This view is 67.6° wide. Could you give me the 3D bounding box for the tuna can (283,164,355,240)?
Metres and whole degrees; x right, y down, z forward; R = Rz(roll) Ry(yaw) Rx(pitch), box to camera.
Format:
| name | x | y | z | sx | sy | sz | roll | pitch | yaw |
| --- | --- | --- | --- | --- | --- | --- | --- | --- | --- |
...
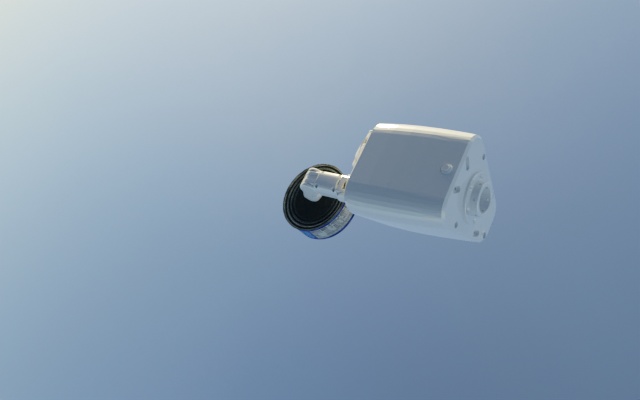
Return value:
| name | x | y | z | sx | sy | sz | roll | pitch | yaw |
| --- | --- | --- | --- | --- | --- | --- | --- | --- | --- |
| tuna can | 0.000 | 0.002 | 0.564 | 0.086 | 0.086 | 0.034 | 0 | -26 | 34 |
